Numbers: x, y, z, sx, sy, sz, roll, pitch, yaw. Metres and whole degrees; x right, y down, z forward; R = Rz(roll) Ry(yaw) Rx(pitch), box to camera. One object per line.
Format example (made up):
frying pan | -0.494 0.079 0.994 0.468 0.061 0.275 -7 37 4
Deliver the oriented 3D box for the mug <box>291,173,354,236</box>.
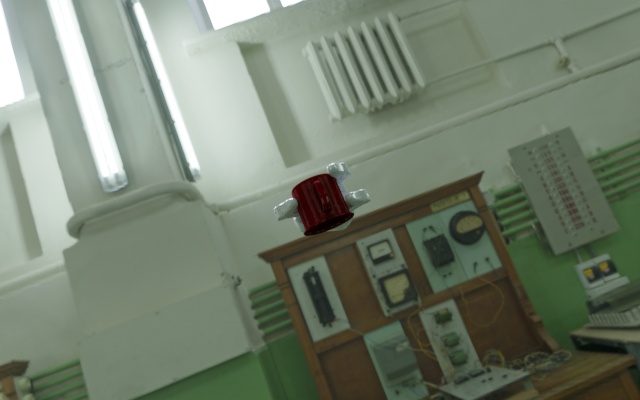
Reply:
mug | 0.000 0.002 0.810 0.093 0.081 0.117 -21 -14 -5
